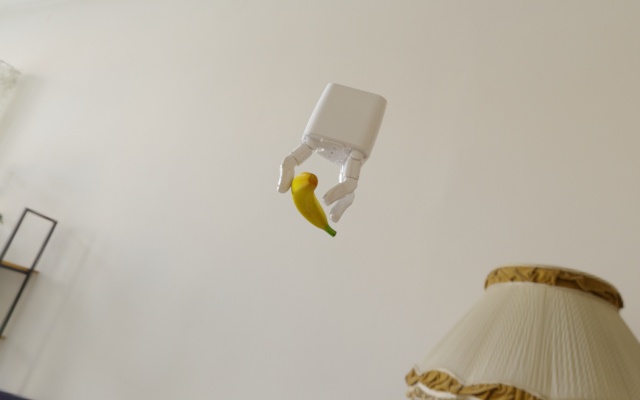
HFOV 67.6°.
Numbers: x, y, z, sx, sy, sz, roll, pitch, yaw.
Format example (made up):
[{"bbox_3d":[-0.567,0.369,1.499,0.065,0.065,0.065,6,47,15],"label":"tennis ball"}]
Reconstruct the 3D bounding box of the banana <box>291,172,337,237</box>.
[{"bbox_3d":[-0.016,-0.002,0.771,0.069,0.037,0.198,20,-20,21],"label":"banana"}]
